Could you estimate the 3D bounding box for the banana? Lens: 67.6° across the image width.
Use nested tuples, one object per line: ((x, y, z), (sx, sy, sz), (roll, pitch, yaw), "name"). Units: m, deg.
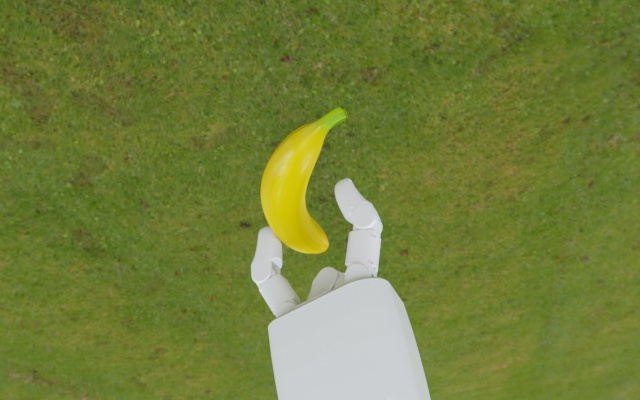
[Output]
((-0.018, 0.002, 0.423), (0.069, 0.037, 0.198), (-7, -34, -10), "banana")
